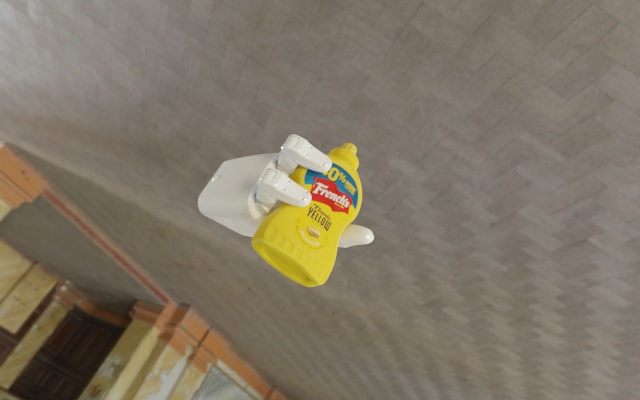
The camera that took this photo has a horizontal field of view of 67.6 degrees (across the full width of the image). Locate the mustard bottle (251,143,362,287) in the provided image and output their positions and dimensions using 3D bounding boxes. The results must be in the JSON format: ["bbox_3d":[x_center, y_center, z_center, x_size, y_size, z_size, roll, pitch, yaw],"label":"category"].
[{"bbox_3d":[0.000,0.002,0.584,0.096,0.191,0.058,38,-32,-16],"label":"mustard bottle"}]
